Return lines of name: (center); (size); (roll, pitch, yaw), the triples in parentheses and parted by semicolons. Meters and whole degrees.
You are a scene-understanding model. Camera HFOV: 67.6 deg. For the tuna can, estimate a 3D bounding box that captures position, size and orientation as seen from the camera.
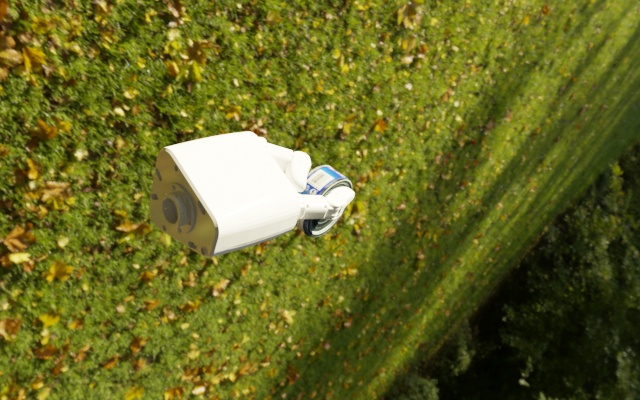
tuna can: (0.001, 0.002, 0.582); (0.033, 0.086, 0.086); (35, 17, 26)
